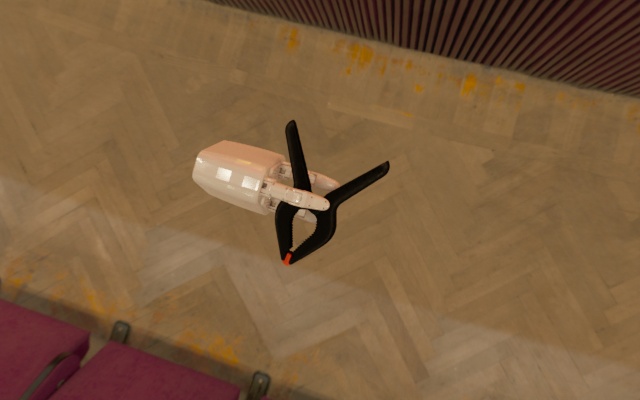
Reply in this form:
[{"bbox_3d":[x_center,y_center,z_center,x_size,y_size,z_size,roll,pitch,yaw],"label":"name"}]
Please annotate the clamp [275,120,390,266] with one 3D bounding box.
[{"bbox_3d":[0.000,0.003,0.707,0.164,0.210,0.036,18,5,9],"label":"clamp"}]
